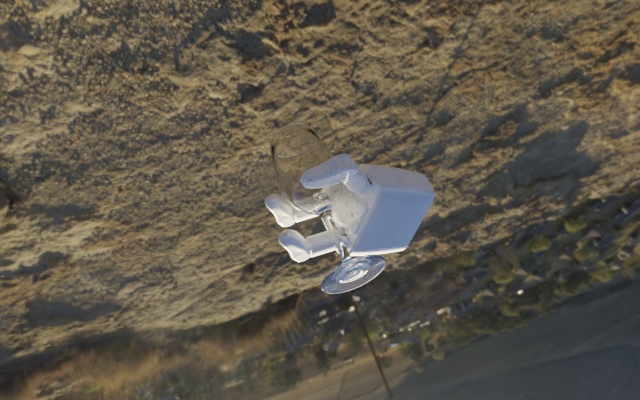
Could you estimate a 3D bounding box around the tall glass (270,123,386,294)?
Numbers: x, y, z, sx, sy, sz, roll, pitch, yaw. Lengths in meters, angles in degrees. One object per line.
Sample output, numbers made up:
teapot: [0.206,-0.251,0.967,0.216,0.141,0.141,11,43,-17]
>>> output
tall glass: [0.000,0.002,0.554,0.079,0.201,0.079,-18,-32,-12]
